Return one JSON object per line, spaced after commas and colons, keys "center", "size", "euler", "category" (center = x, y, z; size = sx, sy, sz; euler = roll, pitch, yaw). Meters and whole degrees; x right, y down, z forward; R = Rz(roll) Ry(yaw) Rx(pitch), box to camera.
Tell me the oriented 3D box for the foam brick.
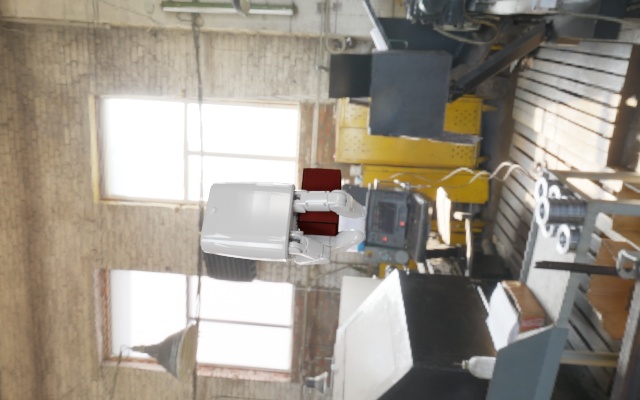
{"center": [0.000, 0.002, 0.630], "size": [0.051, 0.078, 0.053], "euler": [3, -22, 5], "category": "foam brick"}
